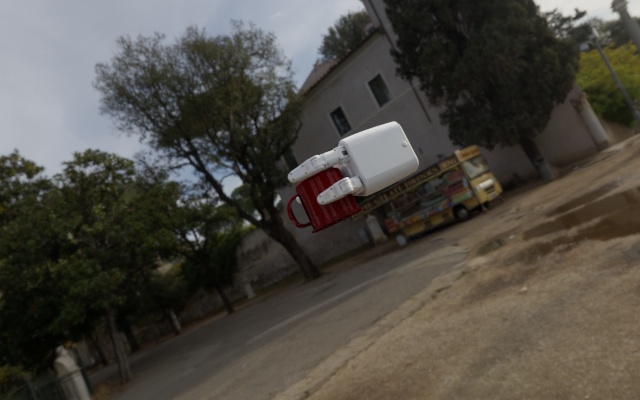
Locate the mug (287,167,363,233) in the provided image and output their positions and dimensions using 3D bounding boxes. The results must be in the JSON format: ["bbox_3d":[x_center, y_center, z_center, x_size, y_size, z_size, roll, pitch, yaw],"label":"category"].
[{"bbox_3d":[-0.001,0.003,0.781,0.117,0.081,0.093,-24,-7,-15],"label":"mug"}]
